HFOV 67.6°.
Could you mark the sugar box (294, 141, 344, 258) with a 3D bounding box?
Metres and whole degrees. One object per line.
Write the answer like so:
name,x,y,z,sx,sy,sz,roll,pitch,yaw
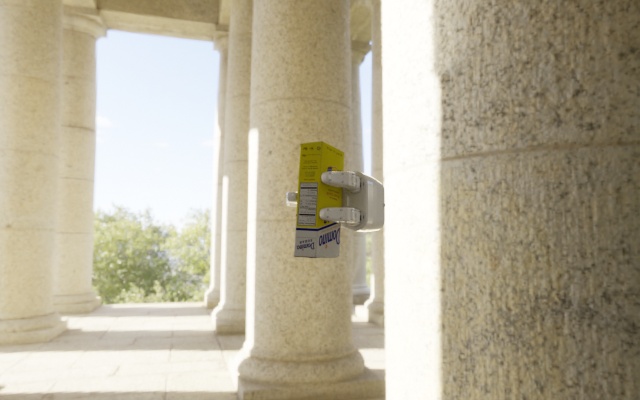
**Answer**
sugar box,0.001,0.002,0.754,0.048,0.176,0.093,-2,-6,25
